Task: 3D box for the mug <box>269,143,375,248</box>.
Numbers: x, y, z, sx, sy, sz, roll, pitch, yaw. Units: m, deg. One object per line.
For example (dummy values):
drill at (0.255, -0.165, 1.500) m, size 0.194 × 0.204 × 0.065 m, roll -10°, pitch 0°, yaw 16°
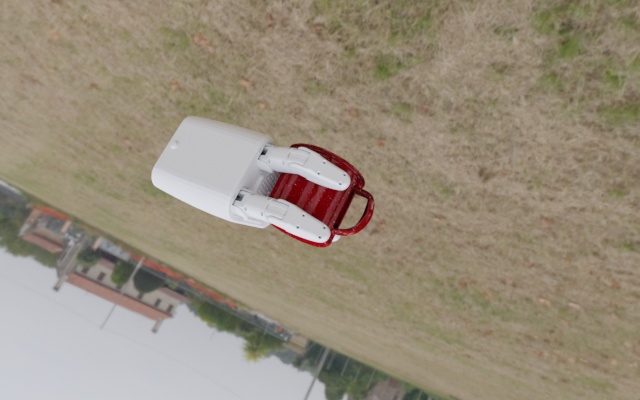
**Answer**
mug at (0.001, 0.002, 0.508) m, size 0.117 × 0.081 × 0.093 m, roll 20°, pitch -18°, yaw 22°
